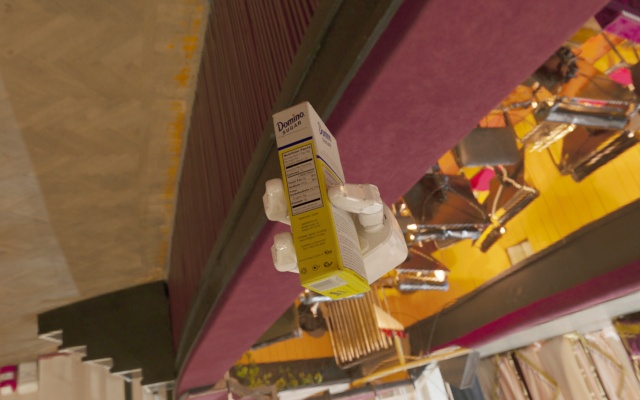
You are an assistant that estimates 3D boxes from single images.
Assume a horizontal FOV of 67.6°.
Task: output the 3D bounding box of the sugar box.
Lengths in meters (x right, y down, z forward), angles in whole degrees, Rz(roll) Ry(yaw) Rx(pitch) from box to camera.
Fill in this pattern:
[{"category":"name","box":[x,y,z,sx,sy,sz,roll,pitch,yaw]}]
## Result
[{"category":"sugar box","box":[0.000,0.002,0.470,0.048,0.176,0.093,-20,-26,13]}]
